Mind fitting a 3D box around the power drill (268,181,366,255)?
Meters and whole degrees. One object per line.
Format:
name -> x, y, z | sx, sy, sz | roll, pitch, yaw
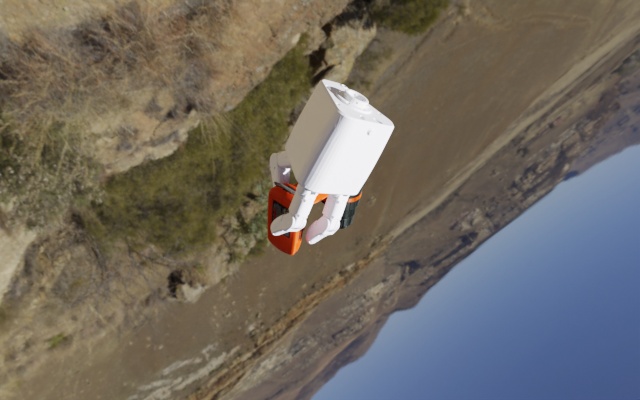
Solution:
power drill -> 0.000, 0.002, 0.728 | 0.057, 0.185, 0.187 | 27, 43, 26
